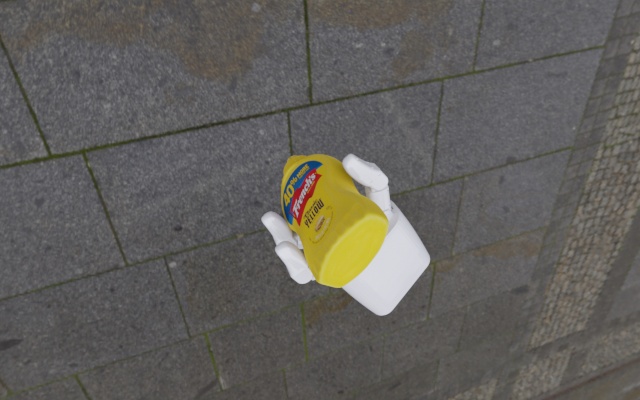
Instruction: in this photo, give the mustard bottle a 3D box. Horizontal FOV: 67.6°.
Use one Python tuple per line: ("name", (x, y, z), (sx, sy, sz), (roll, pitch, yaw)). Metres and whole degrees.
("mustard bottle", (0.000, 0.002, 0.544), (0.058, 0.096, 0.191), (19, 24, -34))
